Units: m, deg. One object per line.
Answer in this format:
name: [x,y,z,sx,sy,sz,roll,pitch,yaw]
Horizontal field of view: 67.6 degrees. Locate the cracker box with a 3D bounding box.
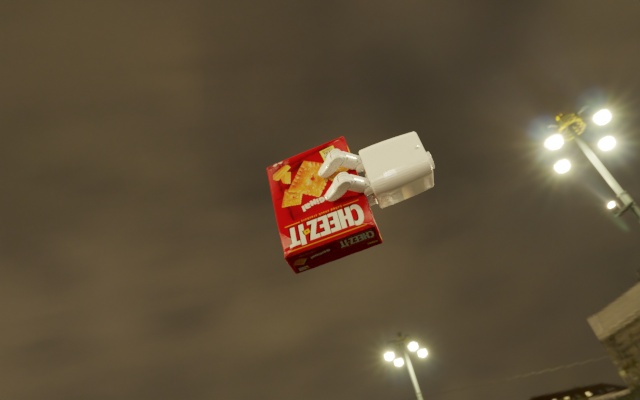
cracker box: [0.000,0.003,0.865,0.164,0.213,0.072,-21,-38,7]
